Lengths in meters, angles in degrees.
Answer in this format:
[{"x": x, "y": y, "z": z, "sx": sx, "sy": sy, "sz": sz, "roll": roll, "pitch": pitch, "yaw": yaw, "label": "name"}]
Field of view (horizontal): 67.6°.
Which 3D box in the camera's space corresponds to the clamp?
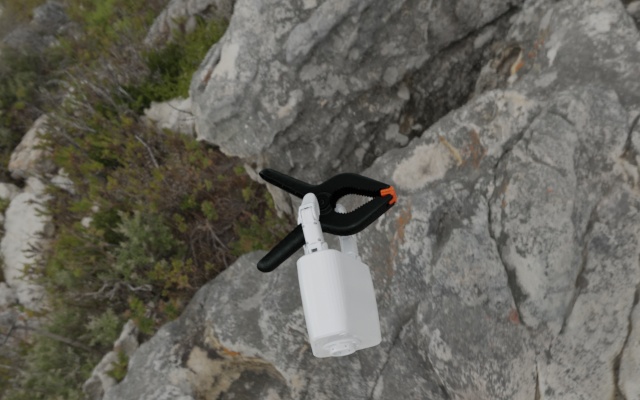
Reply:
[{"x": 0.000, "y": 0.002, "z": 0.679, "sx": 0.210, "sy": 0.164, "sz": 0.036, "roll": -17, "pitch": -30, "yaw": 11, "label": "clamp"}]
